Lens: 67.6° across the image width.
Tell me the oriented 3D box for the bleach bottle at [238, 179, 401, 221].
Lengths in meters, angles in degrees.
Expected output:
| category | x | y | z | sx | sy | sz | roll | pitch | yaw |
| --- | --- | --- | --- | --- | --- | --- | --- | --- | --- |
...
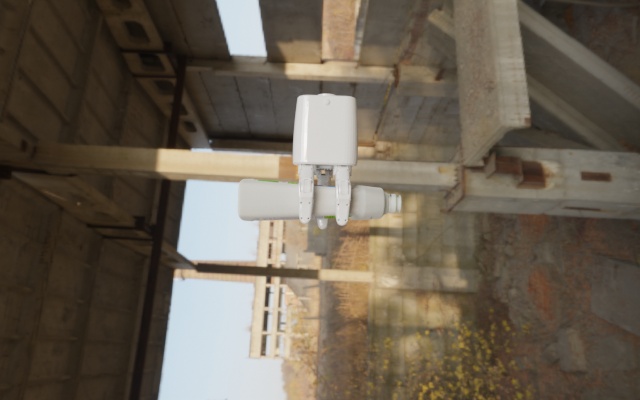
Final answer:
| category | x | y | z | sx | sy | sz | roll | pitch | yaw |
| --- | --- | --- | --- | --- | --- | --- | --- | --- | --- |
| bleach bottle | 0.000 | 0.003 | 0.763 | 0.251 | 0.068 | 0.102 | 2 | -1 | 0 |
